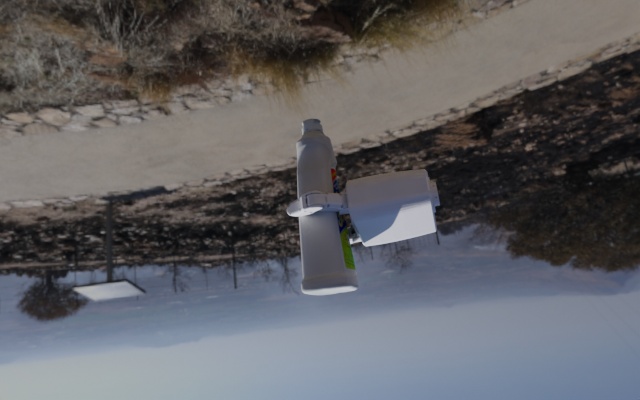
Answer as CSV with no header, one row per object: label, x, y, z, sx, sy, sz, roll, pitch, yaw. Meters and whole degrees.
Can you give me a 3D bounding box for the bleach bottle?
bleach bottle,0.000,0.002,0.670,0.068,0.250,0.102,-11,-15,13
